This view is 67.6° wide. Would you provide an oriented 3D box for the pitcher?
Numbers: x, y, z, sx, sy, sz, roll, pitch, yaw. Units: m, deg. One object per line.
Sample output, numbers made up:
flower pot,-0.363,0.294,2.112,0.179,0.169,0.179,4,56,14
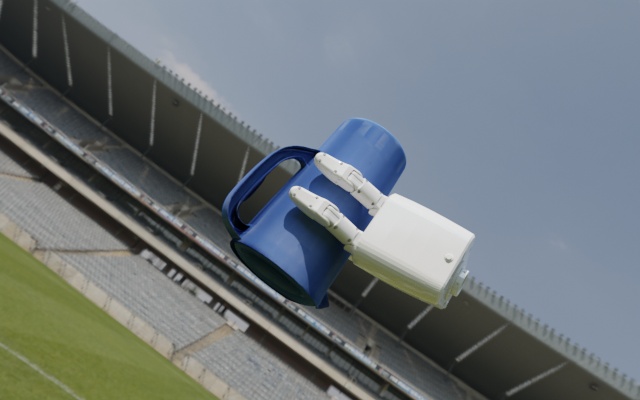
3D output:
pitcher,0.000,0.002,0.615,0.145,0.242,0.149,27,-24,25
